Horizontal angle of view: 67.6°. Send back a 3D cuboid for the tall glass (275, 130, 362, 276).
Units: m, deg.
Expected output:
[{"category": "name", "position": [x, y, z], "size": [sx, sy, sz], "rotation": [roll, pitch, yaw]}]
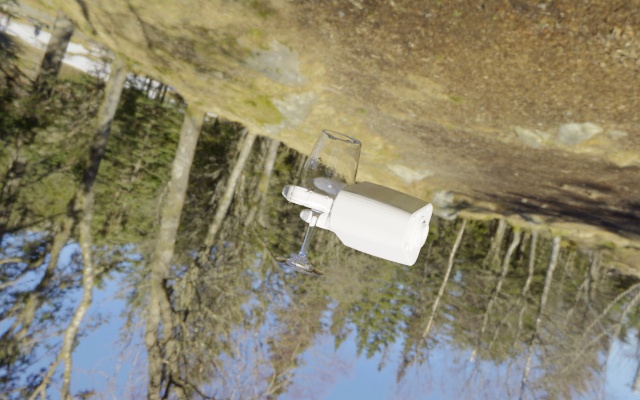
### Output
[{"category": "tall glass", "position": [0.000, 0.003, 0.692], "size": [0.079, 0.201, 0.079], "rotation": [18, 1, 0]}]
